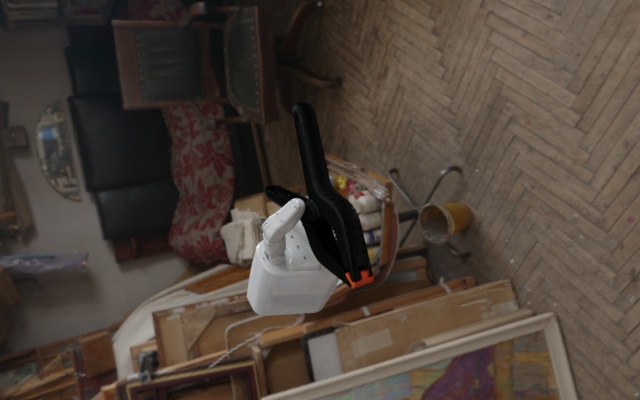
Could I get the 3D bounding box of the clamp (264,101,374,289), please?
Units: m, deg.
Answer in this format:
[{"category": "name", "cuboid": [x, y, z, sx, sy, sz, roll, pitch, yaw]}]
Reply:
[{"category": "clamp", "cuboid": [0.000, 0.003, 0.547, 0.036, 0.210, 0.165, -14, -38, -30]}]
